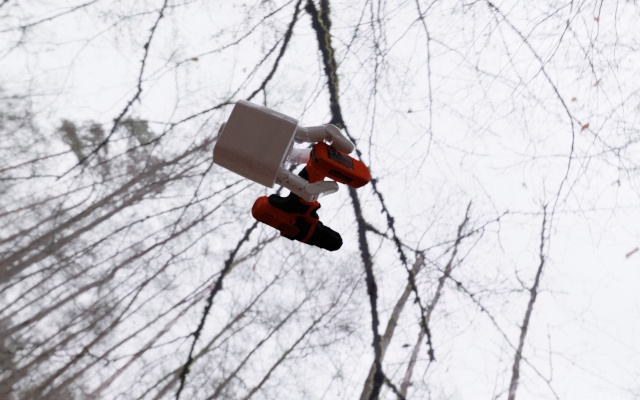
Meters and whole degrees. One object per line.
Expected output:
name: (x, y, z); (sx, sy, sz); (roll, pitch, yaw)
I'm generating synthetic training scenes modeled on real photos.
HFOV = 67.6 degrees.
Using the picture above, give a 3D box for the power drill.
power drill: (0.000, 0.002, 0.817); (0.184, 0.188, 0.057); (25, 33, -24)
